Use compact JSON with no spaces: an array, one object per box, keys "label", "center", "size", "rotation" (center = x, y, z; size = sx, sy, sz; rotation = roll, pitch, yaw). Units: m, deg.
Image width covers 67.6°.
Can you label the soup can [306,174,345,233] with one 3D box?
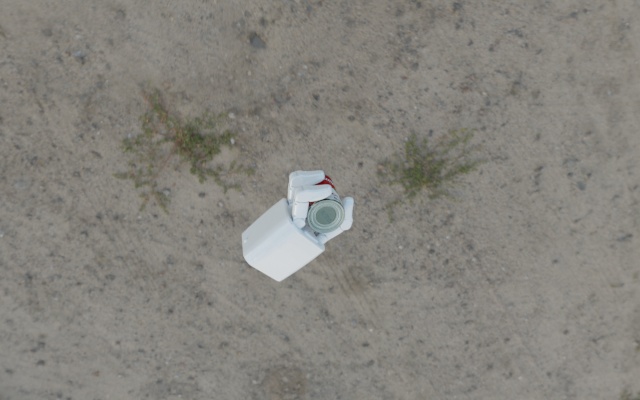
[{"label":"soup can","center":[0.001,0.003,0.837],"size":[0.068,0.068,0.102],"rotation":[0,29,-12]}]
